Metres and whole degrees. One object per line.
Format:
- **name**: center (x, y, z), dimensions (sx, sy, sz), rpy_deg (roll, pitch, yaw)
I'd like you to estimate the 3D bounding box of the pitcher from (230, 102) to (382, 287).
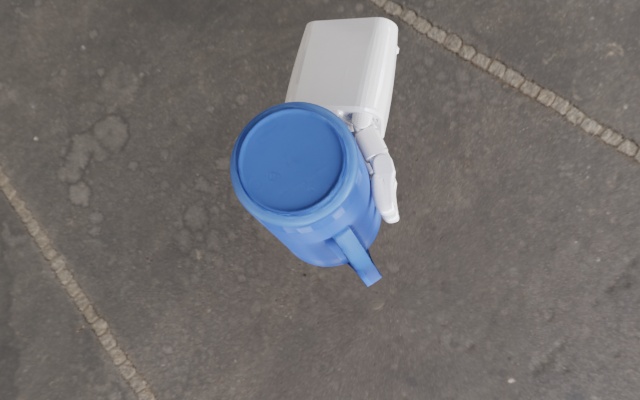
- **pitcher**: center (0.000, 0.001, 0.495), dimensions (0.149, 0.145, 0.243), rpy_deg (11, -10, 11)
